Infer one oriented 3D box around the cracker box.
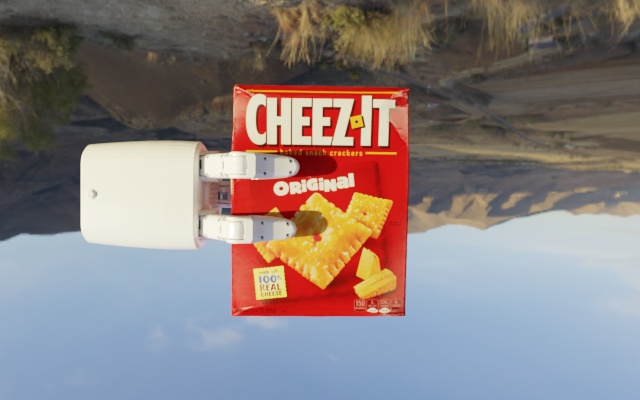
[{"bbox_3d":[0.000,0.002,0.460,0.164,0.213,0.072,1,2,0],"label":"cracker box"}]
